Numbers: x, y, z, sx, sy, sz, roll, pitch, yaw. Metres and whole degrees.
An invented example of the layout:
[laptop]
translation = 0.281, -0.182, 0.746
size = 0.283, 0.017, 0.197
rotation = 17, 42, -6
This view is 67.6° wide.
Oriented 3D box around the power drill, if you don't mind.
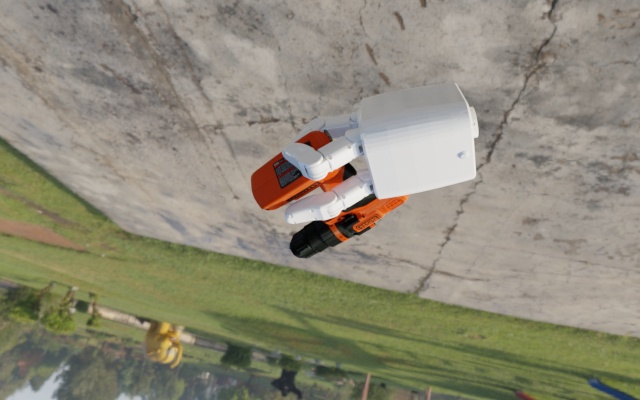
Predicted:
[power drill]
translation = 0.000, 0.002, 0.588
size = 0.184, 0.057, 0.188
rotation = -35, -31, 16
